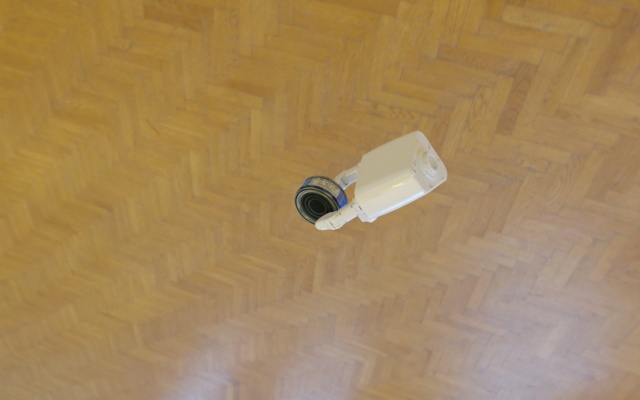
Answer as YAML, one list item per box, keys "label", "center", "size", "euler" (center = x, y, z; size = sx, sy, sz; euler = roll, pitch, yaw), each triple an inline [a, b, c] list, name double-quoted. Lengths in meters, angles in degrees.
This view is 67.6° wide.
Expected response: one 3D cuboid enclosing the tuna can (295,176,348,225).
- label: "tuna can"
  center: [0.000, 0.003, 0.801]
  size: [0.086, 0.086, 0.033]
  euler: [0, 36, 30]
